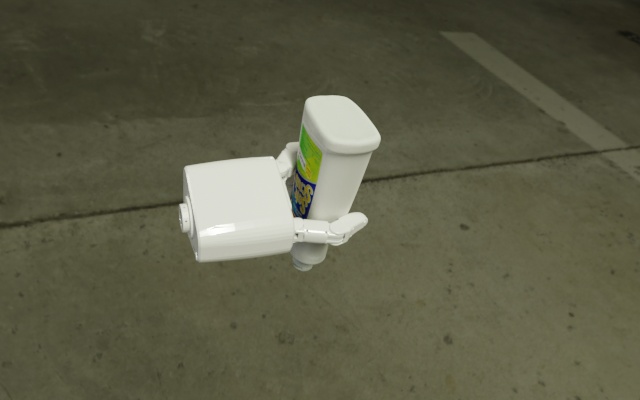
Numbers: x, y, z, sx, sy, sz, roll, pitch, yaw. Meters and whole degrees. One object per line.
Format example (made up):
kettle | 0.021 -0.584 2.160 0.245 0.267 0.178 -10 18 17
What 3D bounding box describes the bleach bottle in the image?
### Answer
bleach bottle | 0.000 0.002 0.597 0.068 0.251 0.102 -6 44 -22
